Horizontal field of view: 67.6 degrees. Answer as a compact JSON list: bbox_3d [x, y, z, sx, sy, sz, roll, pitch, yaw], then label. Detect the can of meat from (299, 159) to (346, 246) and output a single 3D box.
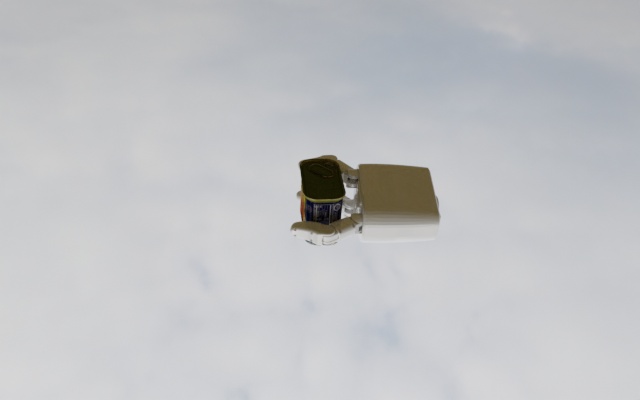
[{"bbox_3d":[0.000,0.003,0.678,0.057,0.084,0.102,-2,36,-6],"label":"can of meat"}]
